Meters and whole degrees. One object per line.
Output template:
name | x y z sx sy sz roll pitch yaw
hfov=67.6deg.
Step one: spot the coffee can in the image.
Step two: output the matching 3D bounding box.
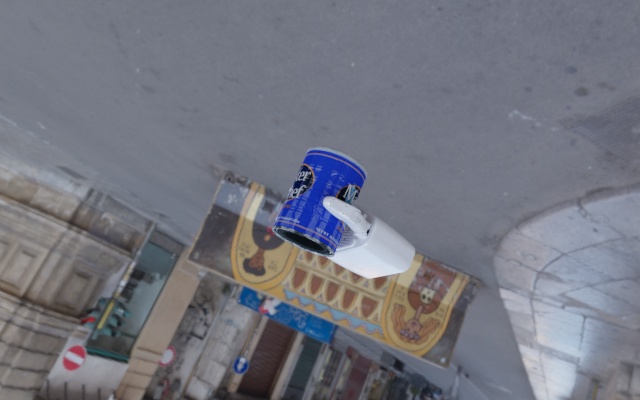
coffee can | 0.000 0.002 0.735 0.103 0.140 0.103 22 -16 7
